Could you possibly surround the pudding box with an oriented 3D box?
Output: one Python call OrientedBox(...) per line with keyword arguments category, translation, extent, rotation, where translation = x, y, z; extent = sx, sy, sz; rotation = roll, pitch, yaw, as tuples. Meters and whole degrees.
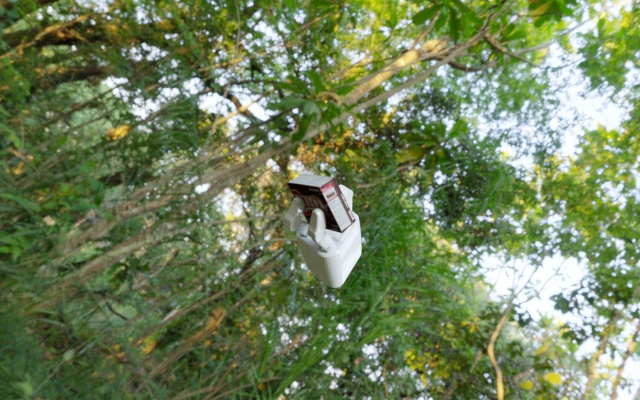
OrientedBox(category="pudding box", translation=(0.000, 0.003, 0.805), extent=(0.039, 0.090, 0.113), rotation=(-38, 23, -25))
